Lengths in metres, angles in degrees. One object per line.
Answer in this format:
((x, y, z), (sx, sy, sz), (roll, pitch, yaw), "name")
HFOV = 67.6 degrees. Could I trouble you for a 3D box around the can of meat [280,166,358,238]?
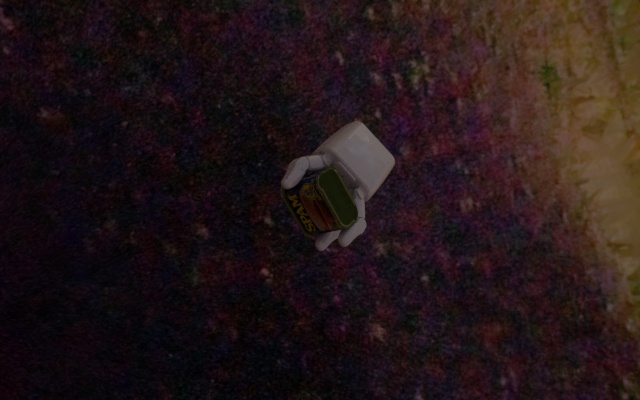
((0.000, 0.002, 0.740), (0.084, 0.102, 0.057), (-14, 21, 45), "can of meat")
